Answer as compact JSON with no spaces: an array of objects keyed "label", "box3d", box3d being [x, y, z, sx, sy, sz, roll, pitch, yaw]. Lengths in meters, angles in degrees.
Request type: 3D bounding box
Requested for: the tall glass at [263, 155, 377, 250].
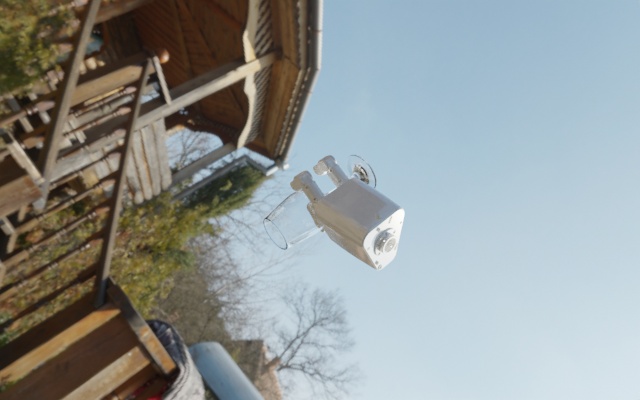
[{"label":"tall glass","box3d":[0.001,0.002,0.813,0.201,0.079,0.079,-35,16,-24]}]
